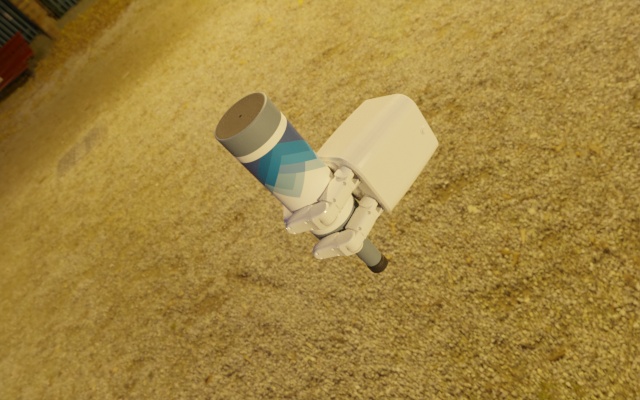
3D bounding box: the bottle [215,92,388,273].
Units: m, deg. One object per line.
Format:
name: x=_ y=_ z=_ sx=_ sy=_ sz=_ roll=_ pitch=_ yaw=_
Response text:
bottle: x=0.000 y=0.002 z=0.561 sx=0.069 sy=0.069 sz=0.296 roll=0 pitch=-36 yaw=42
